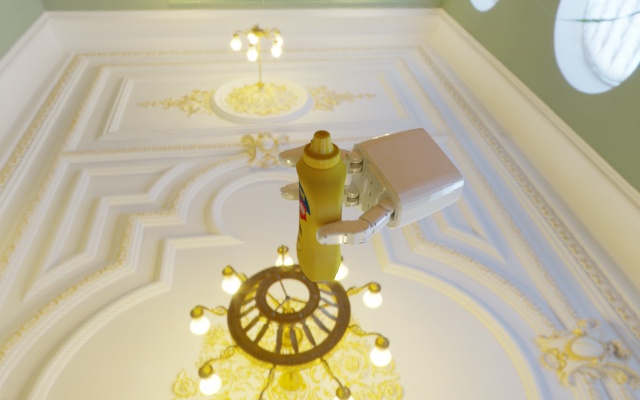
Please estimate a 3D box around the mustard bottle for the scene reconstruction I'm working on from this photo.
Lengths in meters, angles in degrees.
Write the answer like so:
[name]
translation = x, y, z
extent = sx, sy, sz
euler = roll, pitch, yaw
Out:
[mustard bottle]
translation = 0.000, 0.002, 0.576
extent = 0.058, 0.192, 0.096
euler = -3, 40, -6
